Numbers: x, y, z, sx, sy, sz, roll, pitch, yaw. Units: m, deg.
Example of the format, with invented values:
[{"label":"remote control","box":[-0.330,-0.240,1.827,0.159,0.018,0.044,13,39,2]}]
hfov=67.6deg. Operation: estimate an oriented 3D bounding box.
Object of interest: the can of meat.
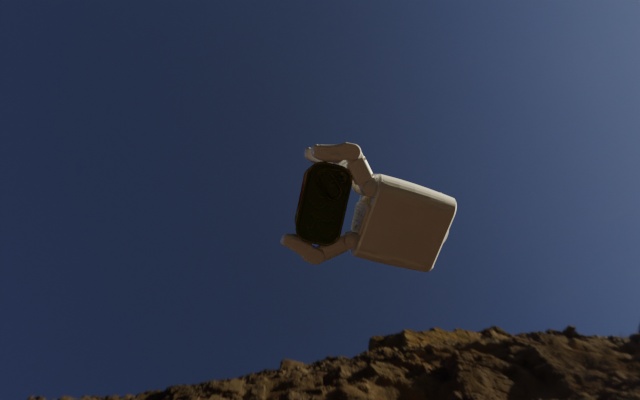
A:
[{"label":"can of meat","box":[0.000,0.002,0.626,0.057,0.102,0.084,12,2,-7]}]
